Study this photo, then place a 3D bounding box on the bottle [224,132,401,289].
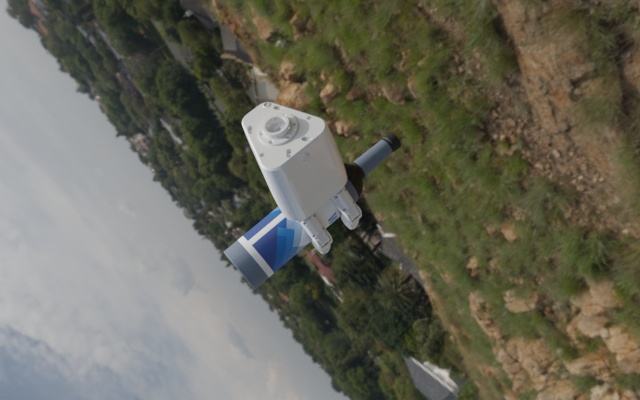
[{"bbox_3d":[0.000,0.002,0.676,0.295,0.069,0.069,-40,10,-12],"label":"bottle"}]
